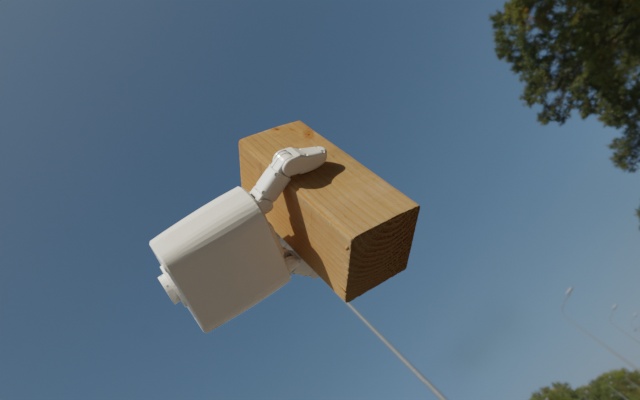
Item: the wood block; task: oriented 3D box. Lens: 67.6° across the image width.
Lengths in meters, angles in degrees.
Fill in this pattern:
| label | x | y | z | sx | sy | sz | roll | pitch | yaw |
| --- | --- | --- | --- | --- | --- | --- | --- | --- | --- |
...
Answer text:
| label | x | y | z | sx | sy | sz | roll | pitch | yaw |
| --- | --- | --- | --- | --- | --- | --- | --- | --- | --- |
| wood block | 0.000 | 0.002 | 0.532 | 0.090 | 0.091 | 0.206 | -23 | 45 | -30 |
